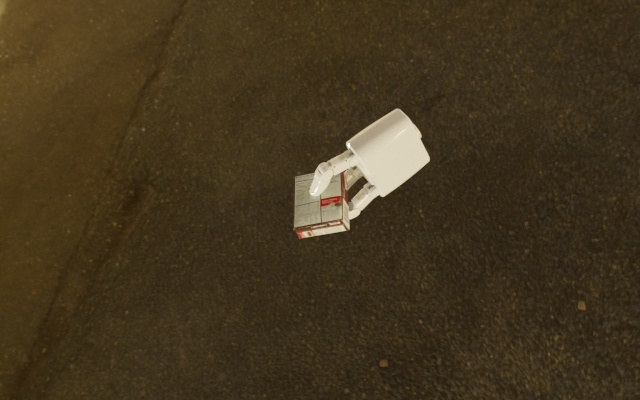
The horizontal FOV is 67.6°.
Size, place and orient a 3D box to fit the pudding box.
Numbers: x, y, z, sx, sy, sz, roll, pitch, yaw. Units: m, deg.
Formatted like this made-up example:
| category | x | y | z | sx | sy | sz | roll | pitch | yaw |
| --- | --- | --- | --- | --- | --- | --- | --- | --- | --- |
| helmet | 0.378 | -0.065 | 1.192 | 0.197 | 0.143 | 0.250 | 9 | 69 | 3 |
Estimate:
| category | x | y | z | sx | sy | sz | roll | pitch | yaw |
| --- | --- | --- | --- | --- | --- | --- | --- | --- | --- |
| pudding box | 0.000 | 0.003 | 0.820 | 0.090 | 0.113 | 0.039 | -11 | -35 | 16 |
